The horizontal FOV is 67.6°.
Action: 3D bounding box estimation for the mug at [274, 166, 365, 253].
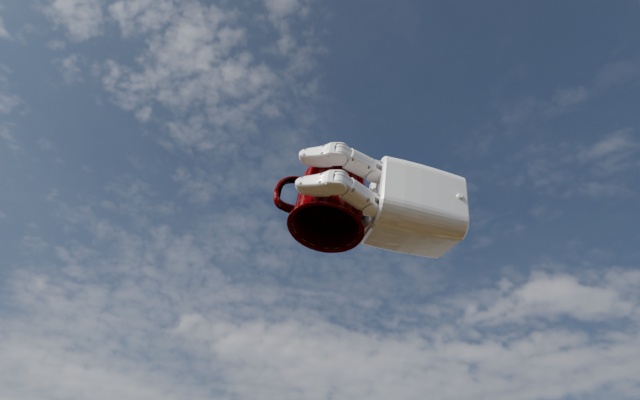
[{"bbox_3d":[-0.001,0.001,0.589,0.117,0.081,0.093,14,-42,-3],"label":"mug"}]
